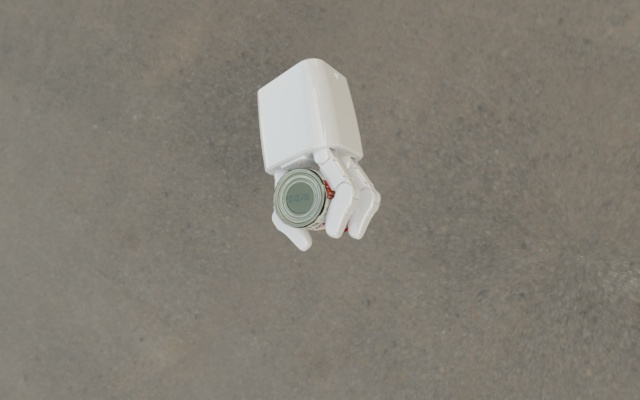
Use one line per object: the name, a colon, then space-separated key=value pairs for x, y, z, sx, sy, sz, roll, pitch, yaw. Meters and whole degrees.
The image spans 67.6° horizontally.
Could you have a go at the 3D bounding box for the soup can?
soup can: x=0.000 y=0.002 z=0.557 sx=0.068 sy=0.068 sz=0.102 roll=0 pitch=-6 yaw=29
